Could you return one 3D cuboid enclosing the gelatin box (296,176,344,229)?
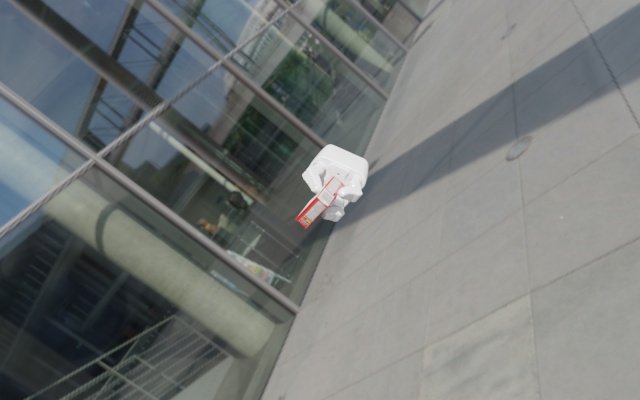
[{"bbox_3d":[0.000,0.003,0.886,0.073,0.030,0.089,-45,4,37],"label":"gelatin box"}]
